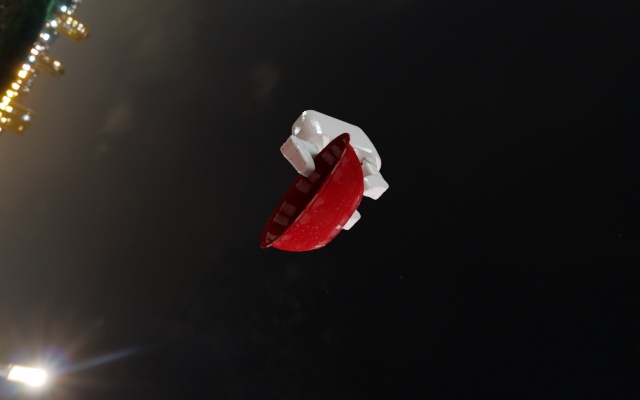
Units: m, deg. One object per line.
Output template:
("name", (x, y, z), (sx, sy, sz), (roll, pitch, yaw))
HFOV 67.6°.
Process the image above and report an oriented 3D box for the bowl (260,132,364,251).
("bowl", (0.000, 0.003, 0.545), (0.055, 0.162, 0.162), (38, -9, -12))
